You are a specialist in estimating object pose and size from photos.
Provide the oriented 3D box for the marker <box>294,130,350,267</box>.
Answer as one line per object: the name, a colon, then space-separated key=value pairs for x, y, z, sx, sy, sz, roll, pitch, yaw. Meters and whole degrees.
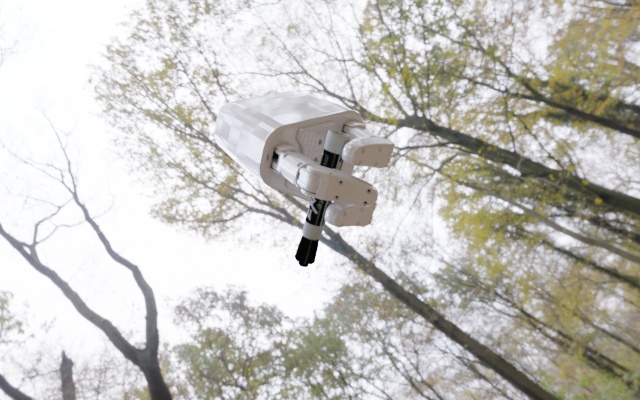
marker: x=0.000 y=0.001 z=0.402 sx=0.020 sy=0.121 sz=0.020 roll=14 pitch=18 yaw=-4
